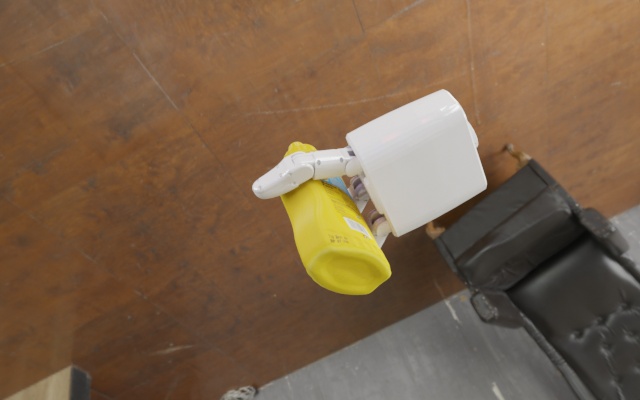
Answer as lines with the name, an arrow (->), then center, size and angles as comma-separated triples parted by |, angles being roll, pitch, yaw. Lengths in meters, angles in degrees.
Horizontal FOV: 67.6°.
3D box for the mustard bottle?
mustard bottle -> 0.000, 0.002, 0.487 | 0.096, 0.191, 0.058 | 27, -63, -40
